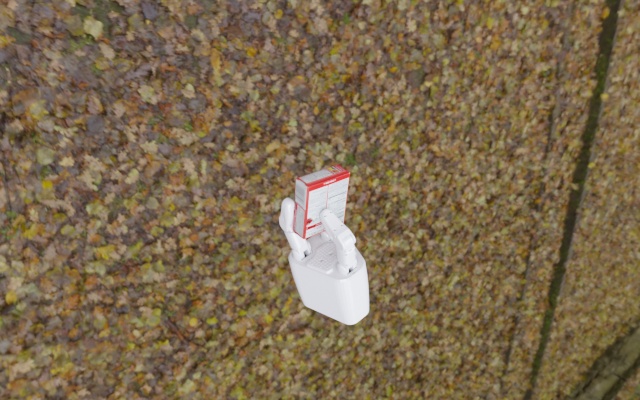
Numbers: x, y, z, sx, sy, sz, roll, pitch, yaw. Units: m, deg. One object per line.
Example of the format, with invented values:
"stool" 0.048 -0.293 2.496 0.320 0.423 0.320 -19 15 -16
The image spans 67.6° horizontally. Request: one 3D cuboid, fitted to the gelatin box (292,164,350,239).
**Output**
"gelatin box" 0.000 0.002 0.653 0.073 0.089 0.030 -20 42 -33
